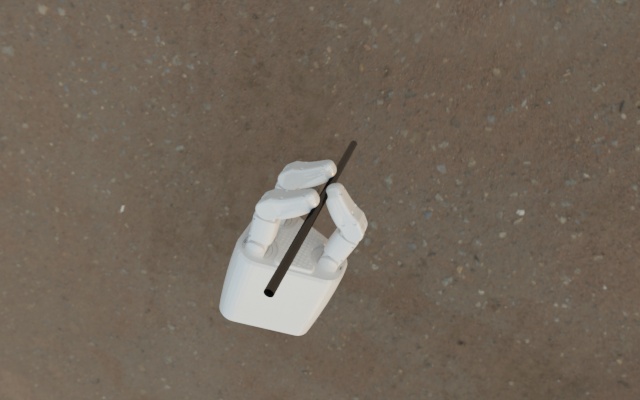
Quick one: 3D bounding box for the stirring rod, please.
[{"bbox_3d":[0.000,0.001,0.430,0.011,0.011,0.239,0,32,21],"label":"stirring rod"}]
